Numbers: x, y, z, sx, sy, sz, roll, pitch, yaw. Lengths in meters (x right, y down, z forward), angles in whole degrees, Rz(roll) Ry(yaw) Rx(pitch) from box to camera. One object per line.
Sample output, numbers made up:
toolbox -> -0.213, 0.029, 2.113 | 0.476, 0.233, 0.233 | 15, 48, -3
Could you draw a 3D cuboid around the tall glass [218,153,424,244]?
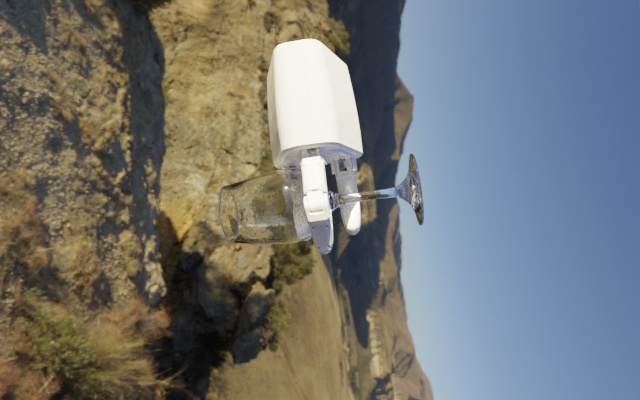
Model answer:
tall glass -> 0.001, 0.002, 0.496 | 0.201, 0.079, 0.079 | -8, -1, 5
